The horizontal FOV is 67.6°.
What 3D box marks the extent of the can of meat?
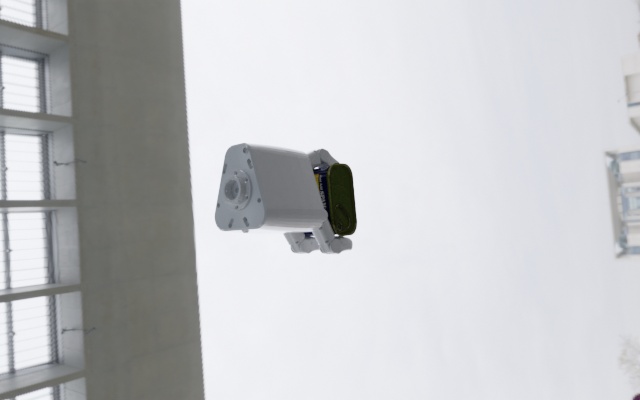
[{"bbox_3d":[0.000,0.002,0.687,0.084,0.102,0.057,-7,-2,37],"label":"can of meat"}]
